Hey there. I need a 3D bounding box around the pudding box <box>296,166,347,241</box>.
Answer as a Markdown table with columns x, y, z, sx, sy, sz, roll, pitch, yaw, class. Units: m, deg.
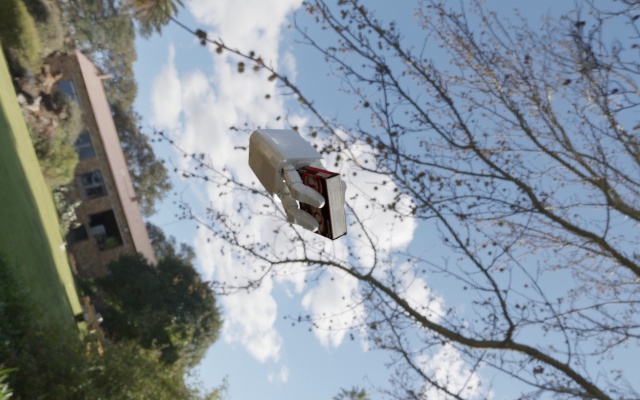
| x | y | z | sx | sy | sz | roll | pitch | yaw | class |
| --- | --- | --- | --- | --- | --- | --- | --- | --- | --- |
| 0.000 | 0.003 | 0.816 | 0.039 | 0.113 | 0.090 | -22 | 24 | -31 | pudding box |
